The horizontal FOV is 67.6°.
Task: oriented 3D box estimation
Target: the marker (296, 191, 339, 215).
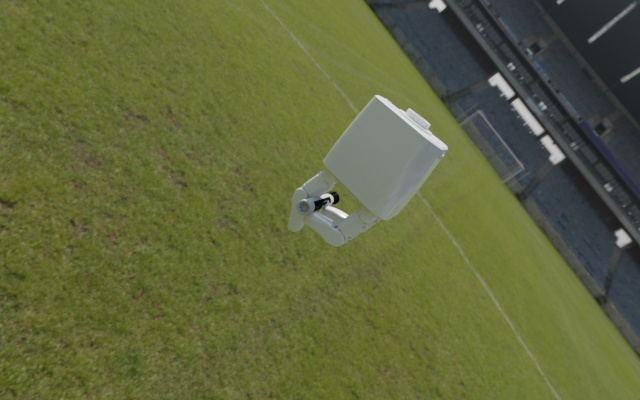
[{"bbox_3d":[0.000,0.002,0.627,0.020,0.020,0.121,0,6,20],"label":"marker"}]
